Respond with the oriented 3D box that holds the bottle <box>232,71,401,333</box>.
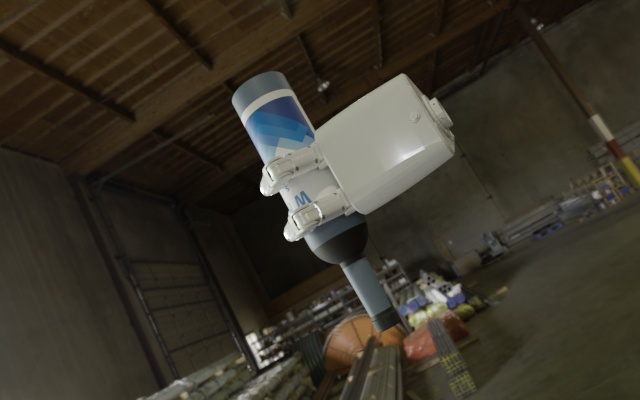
[{"bbox_3d":[0.000,0.001,0.511,0.069,0.295,0.069,-28,-11,-6],"label":"bottle"}]
